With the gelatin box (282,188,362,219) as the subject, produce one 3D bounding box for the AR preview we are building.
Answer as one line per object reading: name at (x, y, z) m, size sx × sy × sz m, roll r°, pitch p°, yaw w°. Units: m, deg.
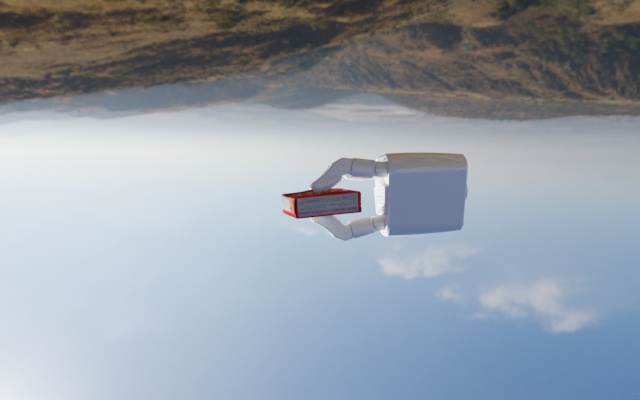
gelatin box at (0.000, 0.003, 0.626) m, size 0.089 × 0.030 × 0.073 m, roll -6°, pitch 7°, yaw -17°
